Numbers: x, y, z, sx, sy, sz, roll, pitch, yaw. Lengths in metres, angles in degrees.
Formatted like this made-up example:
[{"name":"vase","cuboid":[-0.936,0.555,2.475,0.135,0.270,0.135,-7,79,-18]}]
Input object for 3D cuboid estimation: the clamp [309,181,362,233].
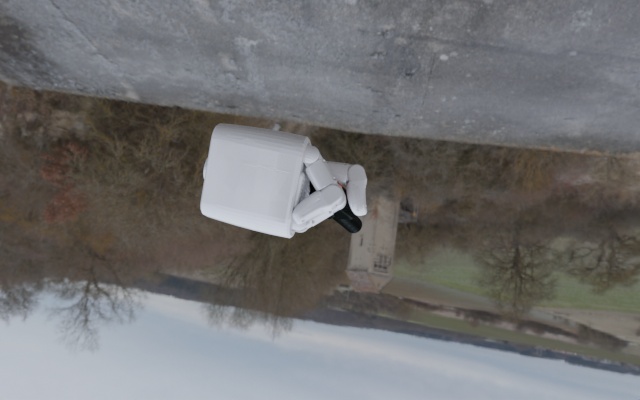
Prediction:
[{"name":"clamp","cuboid":[0.000,0.003,0.643,0.120,0.039,0.171,16,-14,7]}]
